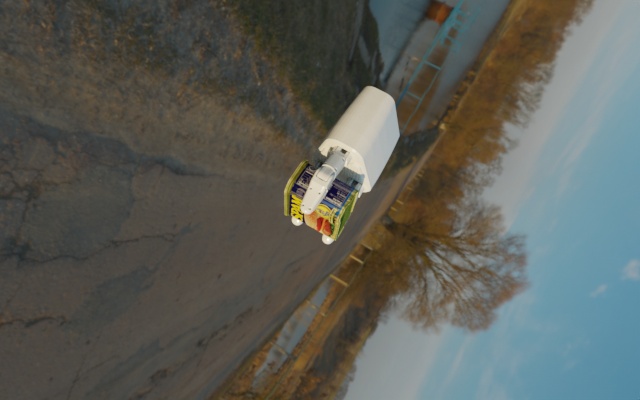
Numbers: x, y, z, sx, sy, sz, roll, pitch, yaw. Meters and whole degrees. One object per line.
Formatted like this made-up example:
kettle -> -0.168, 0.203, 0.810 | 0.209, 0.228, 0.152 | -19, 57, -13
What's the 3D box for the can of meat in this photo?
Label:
can of meat -> 0.000, 0.002, 0.657 | 0.084, 0.057, 0.102 | 29, -25, 9
